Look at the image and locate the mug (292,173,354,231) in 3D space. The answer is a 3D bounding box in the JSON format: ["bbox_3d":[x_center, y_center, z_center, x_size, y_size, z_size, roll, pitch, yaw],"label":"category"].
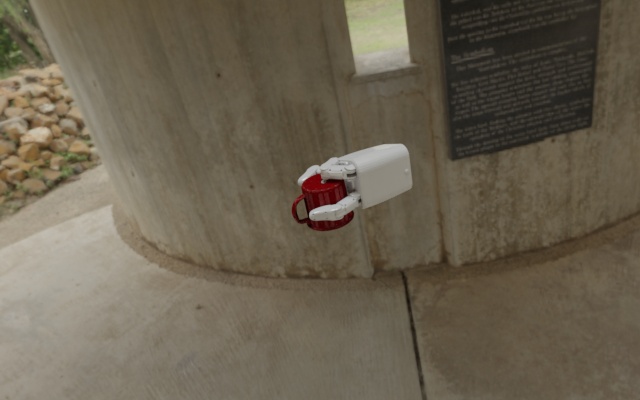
[{"bbox_3d":[-0.001,0.003,0.890,0.117,0.081,0.093,-21,28,-16],"label":"mug"}]
